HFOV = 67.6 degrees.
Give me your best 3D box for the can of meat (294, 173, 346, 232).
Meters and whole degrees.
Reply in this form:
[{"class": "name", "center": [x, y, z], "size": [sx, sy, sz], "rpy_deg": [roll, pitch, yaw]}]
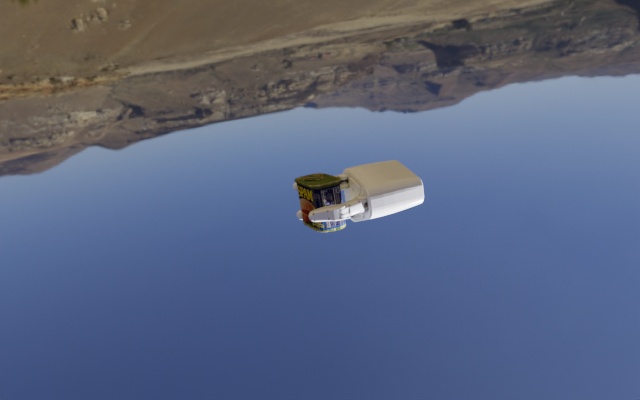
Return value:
[{"class": "can of meat", "center": [0.000, 0.003, 0.822], "size": [0.057, 0.084, 0.102], "rpy_deg": [-15, 15, -21]}]
